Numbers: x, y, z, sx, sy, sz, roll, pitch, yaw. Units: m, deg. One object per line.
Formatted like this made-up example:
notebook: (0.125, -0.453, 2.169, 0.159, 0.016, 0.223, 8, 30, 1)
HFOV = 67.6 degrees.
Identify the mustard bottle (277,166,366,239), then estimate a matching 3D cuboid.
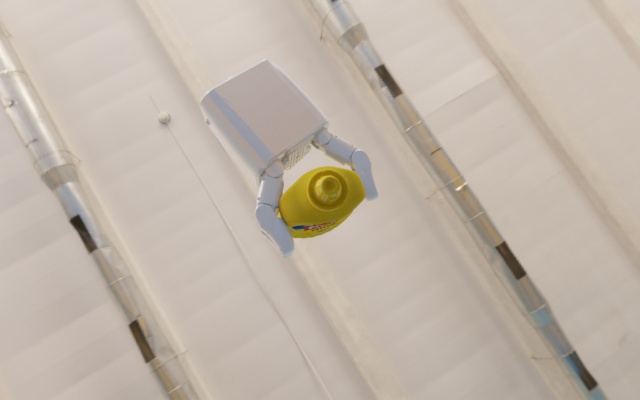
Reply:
mustard bottle: (0.000, 0.002, 0.536, 0.096, 0.058, 0.192, -17, -8, -8)
